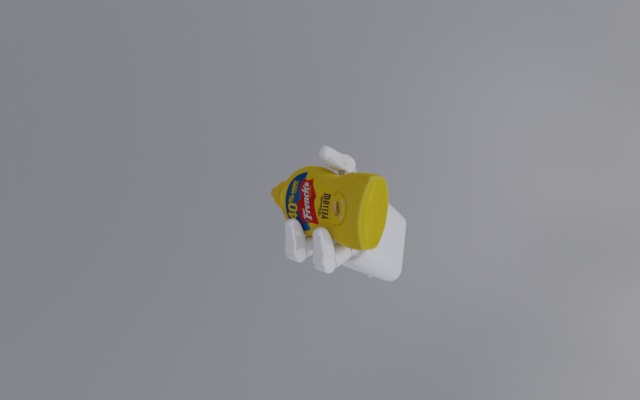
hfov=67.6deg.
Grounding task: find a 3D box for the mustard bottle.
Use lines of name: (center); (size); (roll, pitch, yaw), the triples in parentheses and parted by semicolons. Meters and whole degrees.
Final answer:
mustard bottle: (0.000, 0.002, 0.649); (0.058, 0.096, 0.191); (-1, 10, -45)
